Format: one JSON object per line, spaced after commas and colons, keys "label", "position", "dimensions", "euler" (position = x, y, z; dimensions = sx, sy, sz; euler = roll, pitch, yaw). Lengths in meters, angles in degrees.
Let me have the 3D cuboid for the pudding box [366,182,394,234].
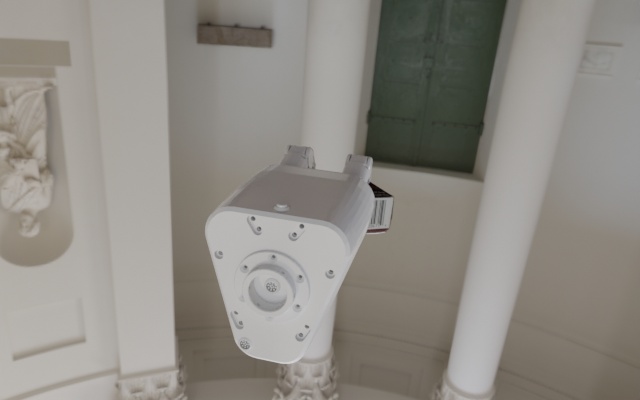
{"label": "pudding box", "position": [0.000, 0.002, 0.455], "dimensions": [0.113, 0.039, 0.090], "euler": [0, 17, -17]}
